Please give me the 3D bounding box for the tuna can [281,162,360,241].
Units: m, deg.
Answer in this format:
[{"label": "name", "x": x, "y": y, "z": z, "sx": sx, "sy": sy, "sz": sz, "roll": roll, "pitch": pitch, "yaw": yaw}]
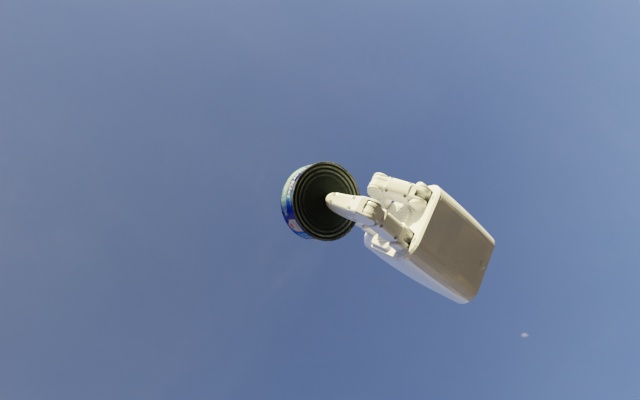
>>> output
[{"label": "tuna can", "x": 0.000, "y": 0.002, "z": 0.525, "sx": 0.086, "sy": 0.086, "sz": 0.034, "roll": 0, "pitch": -3, "yaw": -30}]
